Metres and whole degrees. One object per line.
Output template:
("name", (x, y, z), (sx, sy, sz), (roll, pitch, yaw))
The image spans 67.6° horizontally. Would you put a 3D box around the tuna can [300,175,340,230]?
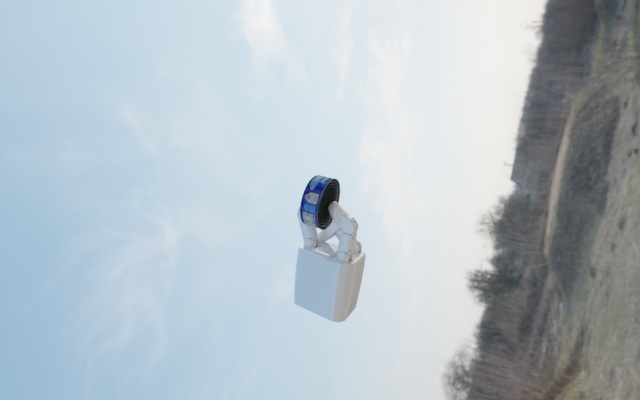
("tuna can", (0.000, 0.002, 0.775), (0.034, 0.086, 0.086), (15, 6, 21))
